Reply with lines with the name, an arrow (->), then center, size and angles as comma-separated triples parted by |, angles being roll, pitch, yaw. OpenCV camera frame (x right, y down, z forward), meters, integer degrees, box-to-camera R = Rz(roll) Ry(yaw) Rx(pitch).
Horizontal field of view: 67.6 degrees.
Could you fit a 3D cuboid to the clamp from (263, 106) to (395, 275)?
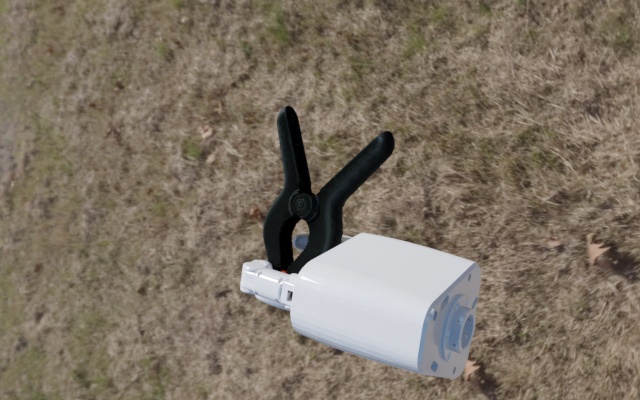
clamp -> 0.000, 0.002, 0.434 | 0.120, 0.171, 0.039 | 10, 3, 35
